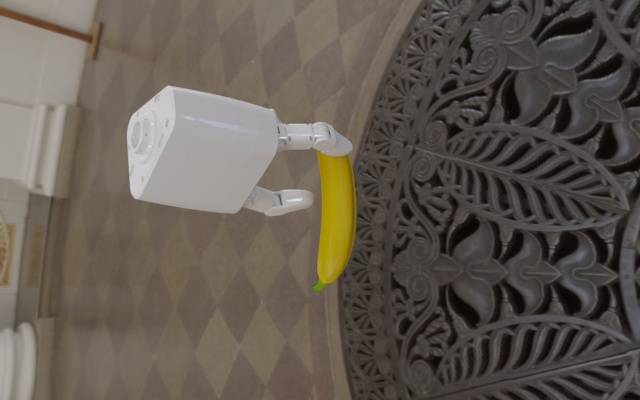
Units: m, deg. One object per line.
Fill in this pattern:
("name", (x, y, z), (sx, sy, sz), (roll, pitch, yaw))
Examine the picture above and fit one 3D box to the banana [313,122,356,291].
("banana", (0.012, 0.005, 0.532), (0.037, 0.198, 0.069), (7, -6, -39))
